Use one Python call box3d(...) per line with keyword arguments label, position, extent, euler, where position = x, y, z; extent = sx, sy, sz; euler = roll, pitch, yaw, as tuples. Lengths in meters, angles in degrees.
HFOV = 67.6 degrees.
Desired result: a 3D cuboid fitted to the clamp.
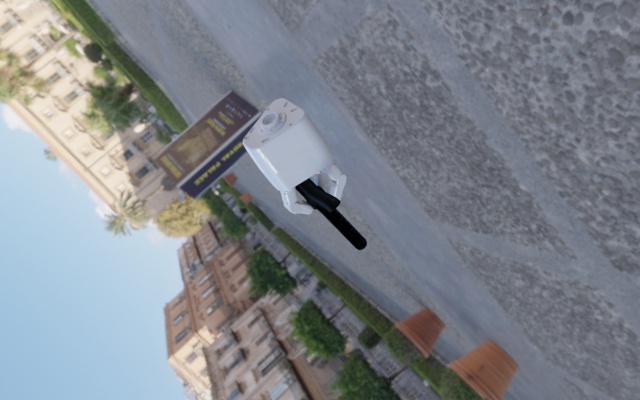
box3d(label="clamp", position=(-0.001, 0.003, 0.875), extent=(0.210, 0.036, 0.165), euler=(41, -9, 44))
